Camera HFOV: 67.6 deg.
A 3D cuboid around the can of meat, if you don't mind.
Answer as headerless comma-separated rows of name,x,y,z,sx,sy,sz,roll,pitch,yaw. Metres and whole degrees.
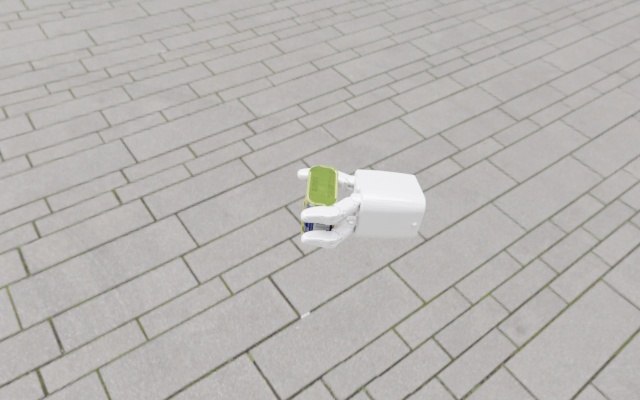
can of meat,0.000,0.002,0.807,0.057,0.102,0.084,6,-44,-2
